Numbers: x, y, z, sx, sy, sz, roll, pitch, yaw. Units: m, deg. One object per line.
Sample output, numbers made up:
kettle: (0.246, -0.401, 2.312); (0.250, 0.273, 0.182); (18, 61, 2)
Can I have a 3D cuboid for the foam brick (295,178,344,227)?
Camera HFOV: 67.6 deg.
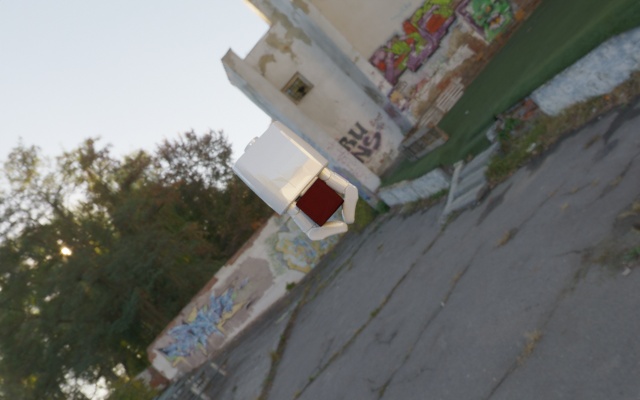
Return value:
foam brick: (0.000, 0.002, 0.713); (0.051, 0.053, 0.078); (42, 2, 1)
